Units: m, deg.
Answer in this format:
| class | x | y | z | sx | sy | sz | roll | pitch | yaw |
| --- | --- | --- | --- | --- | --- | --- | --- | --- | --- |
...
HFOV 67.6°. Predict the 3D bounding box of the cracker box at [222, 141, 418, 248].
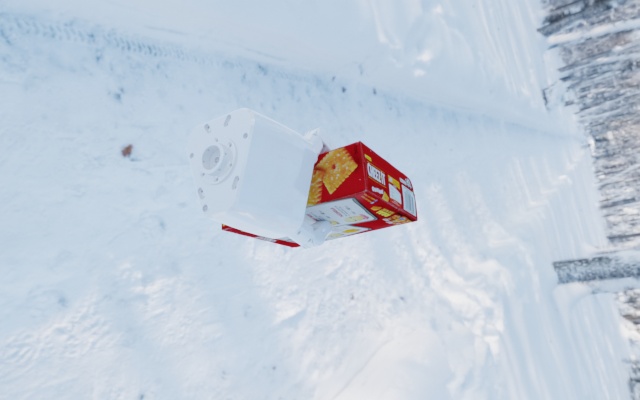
| class | x | y | z | sx | sy | sz | roll | pitch | yaw |
| --- | --- | --- | --- | --- | --- | --- | --- | --- | --- |
| cracker box | 0.000 | 0.002 | 0.645 | 0.214 | 0.072 | 0.164 | -15 | -21 | 29 |
